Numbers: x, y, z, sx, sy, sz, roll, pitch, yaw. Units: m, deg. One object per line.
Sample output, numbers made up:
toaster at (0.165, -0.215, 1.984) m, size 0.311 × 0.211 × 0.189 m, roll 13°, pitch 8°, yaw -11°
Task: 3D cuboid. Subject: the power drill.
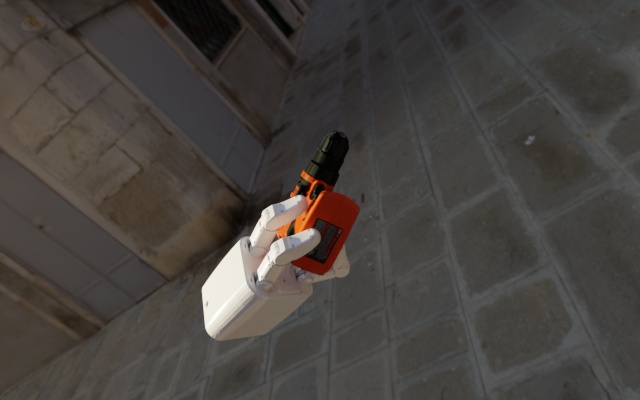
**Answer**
power drill at (0.000, 0.002, 0.642) m, size 0.057 × 0.184 × 0.187 m, roll 23°, pitch 12°, yaw -12°
